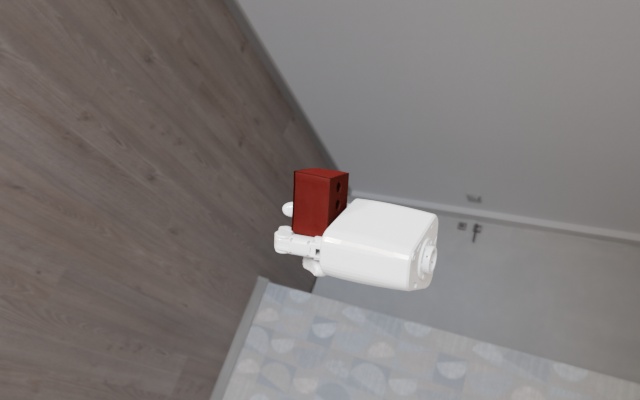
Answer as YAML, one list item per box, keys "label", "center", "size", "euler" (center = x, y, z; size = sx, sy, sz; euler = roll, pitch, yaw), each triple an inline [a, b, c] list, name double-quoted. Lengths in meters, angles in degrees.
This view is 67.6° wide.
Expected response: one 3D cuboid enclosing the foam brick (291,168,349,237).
- label: "foam brick"
  center: [0.000, 0.002, 0.587]
  size: [0.051, 0.078, 0.053]
  euler: [10, 15, 28]
